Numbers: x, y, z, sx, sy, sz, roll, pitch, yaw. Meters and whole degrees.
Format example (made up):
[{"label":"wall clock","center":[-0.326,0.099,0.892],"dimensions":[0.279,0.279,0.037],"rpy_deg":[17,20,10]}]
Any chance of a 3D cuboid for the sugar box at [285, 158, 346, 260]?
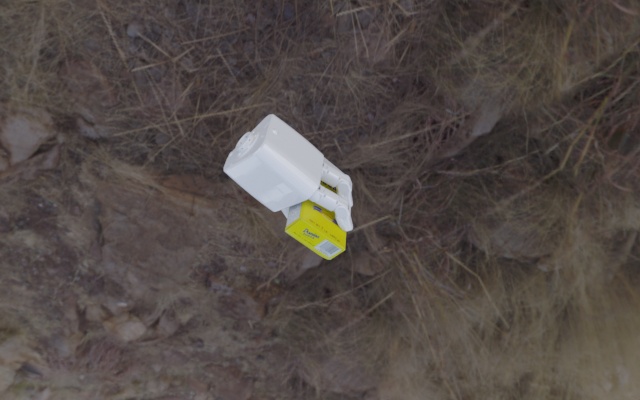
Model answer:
[{"label":"sugar box","center":[0.000,0.002,0.778],"dimensions":[0.093,0.176,0.048],"rpy_deg":[37,-52,-25]}]
